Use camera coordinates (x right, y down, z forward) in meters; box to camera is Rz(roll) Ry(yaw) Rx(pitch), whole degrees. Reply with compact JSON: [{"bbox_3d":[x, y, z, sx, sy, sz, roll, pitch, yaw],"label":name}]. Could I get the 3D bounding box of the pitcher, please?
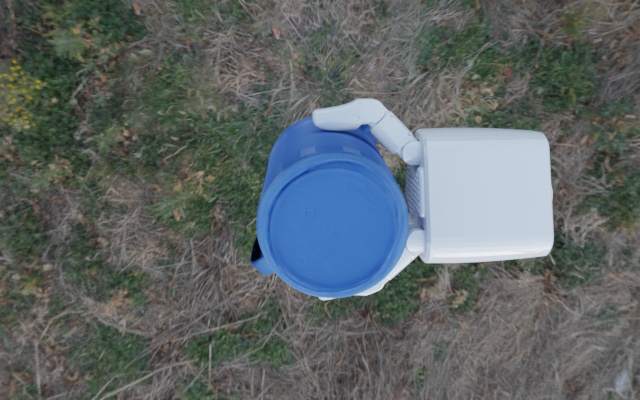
[{"bbox_3d":[0.000,0.001,0.445,0.145,0.149,0.242,0,13,0],"label":"pitcher"}]
